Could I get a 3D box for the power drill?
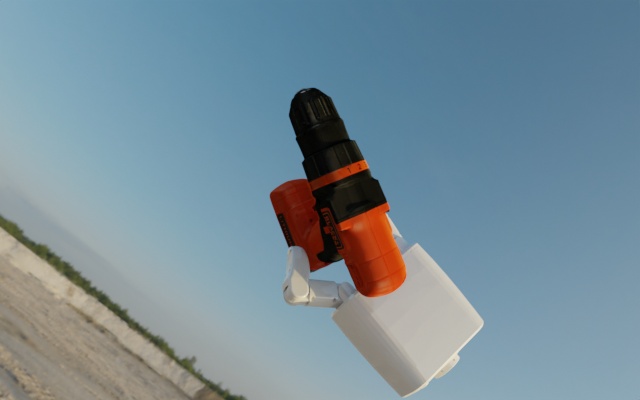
[{"bbox_3d":[0.000,0.002,0.465,0.057,0.184,0.187,-21,-1,-17],"label":"power drill"}]
